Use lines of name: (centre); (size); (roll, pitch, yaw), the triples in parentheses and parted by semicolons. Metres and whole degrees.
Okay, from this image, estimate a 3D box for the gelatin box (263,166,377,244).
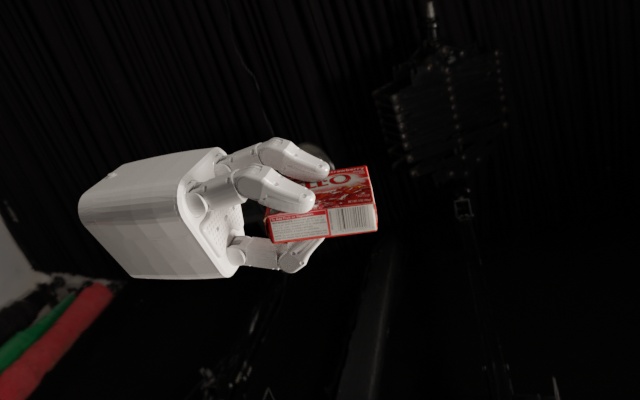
gelatin box: (0.000, 0.002, 0.406); (0.089, 0.030, 0.073); (-7, 27, 4)
